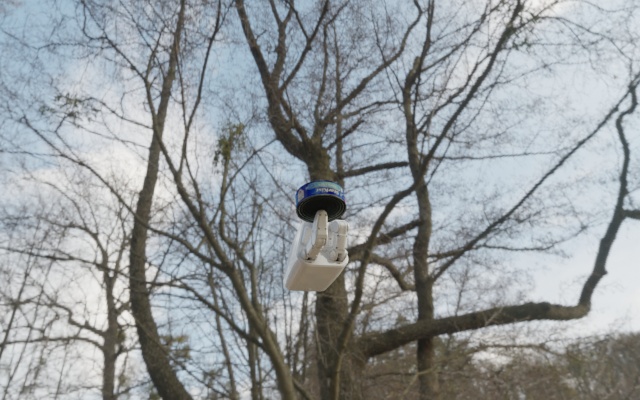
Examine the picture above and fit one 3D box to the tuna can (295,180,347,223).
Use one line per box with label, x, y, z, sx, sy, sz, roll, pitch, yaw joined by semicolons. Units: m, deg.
tuna can;0.000;0.002;0.810;0.086;0.033;0.086;-4;-35;-3
